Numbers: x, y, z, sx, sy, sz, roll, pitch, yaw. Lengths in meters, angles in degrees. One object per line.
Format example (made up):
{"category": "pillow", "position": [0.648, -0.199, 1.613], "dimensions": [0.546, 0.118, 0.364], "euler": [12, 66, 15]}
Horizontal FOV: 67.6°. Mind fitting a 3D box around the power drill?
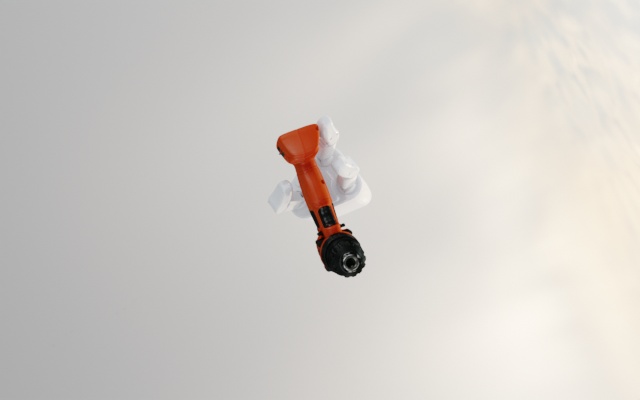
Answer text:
{"category": "power drill", "position": [0.000, 0.002, 0.604], "dimensions": [0.057, 0.187, 0.184], "euler": [-19, 3, -7]}
